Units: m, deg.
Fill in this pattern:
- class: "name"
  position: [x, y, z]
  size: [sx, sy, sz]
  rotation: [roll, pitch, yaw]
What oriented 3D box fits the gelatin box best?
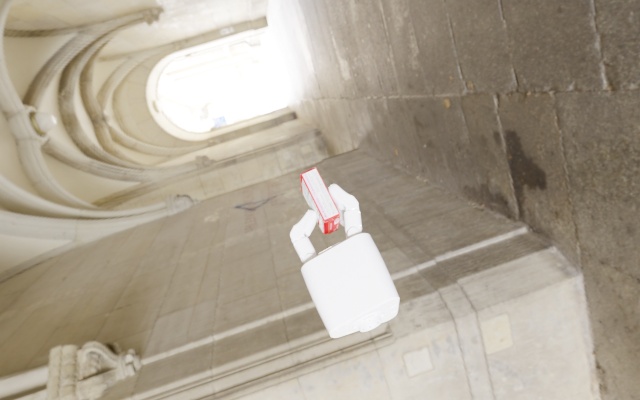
- class: "gelatin box"
  position: [0.000, 0.002, 0.748]
  size: [0.030, 0.089, 0.073]
  rotation: [-25, -17, -9]
